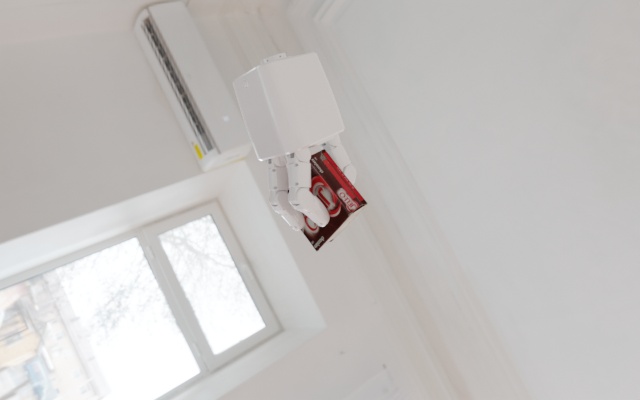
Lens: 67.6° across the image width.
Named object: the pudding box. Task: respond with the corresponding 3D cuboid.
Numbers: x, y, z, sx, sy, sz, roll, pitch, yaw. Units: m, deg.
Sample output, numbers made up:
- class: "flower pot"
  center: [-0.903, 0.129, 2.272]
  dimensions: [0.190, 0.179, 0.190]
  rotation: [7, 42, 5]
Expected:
- class: "pudding box"
  center: [0.000, 0.002, 0.616]
  dimensions: [0.039, 0.090, 0.113]
  rotation: [-29, -14, -32]
